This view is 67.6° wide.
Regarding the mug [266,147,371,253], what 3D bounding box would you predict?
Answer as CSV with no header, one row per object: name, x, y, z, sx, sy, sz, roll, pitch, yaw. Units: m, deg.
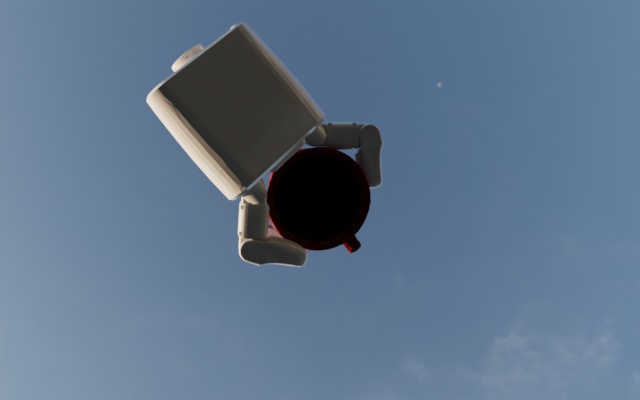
mug,0.001,0.003,0.462,0.093,0.117,0.081,-40,14,-1
